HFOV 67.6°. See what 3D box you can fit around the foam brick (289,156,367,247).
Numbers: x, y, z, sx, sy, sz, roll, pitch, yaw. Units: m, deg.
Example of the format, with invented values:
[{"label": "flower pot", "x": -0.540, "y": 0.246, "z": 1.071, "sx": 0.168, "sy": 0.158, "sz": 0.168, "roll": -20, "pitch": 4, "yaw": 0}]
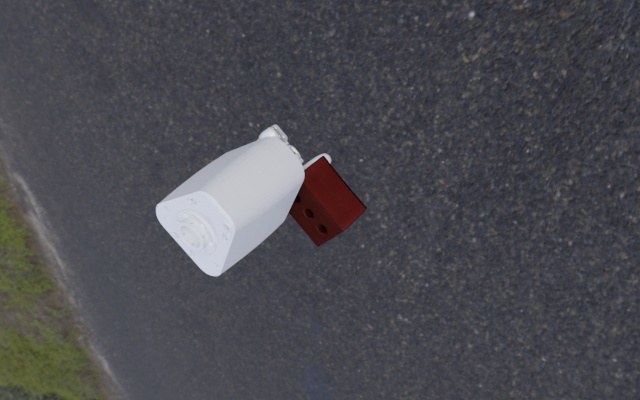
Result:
[{"label": "foam brick", "x": 0.000, "y": 0.002, "z": 0.527, "sx": 0.053, "sy": 0.078, "sz": 0.051, "roll": -36, "pitch": 6, "yaw": 47}]
